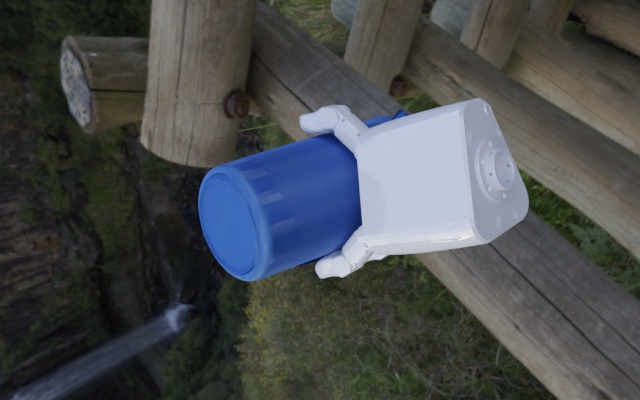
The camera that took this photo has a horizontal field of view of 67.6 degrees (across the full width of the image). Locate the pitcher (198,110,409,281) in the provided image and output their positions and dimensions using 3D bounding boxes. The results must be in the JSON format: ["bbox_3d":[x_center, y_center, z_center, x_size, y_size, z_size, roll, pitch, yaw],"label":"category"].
[{"bbox_3d":[0.000,0.002,0.504,0.243,0.149,0.145,-20,7,-41],"label":"pitcher"}]
